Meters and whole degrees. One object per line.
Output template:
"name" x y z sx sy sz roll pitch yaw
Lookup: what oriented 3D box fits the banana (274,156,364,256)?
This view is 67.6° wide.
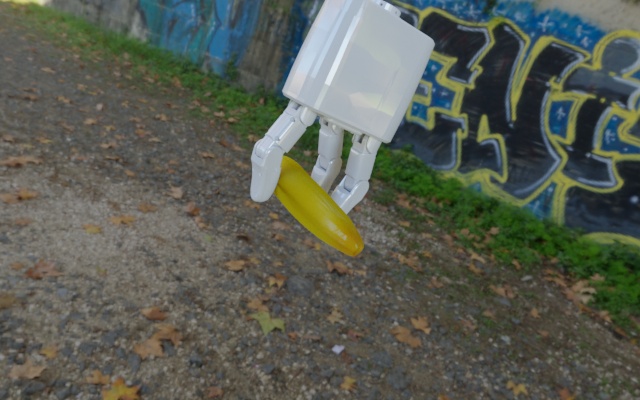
"banana" -0.016 -0.008 0.472 0.070 0.037 0.197 29 9 -25
